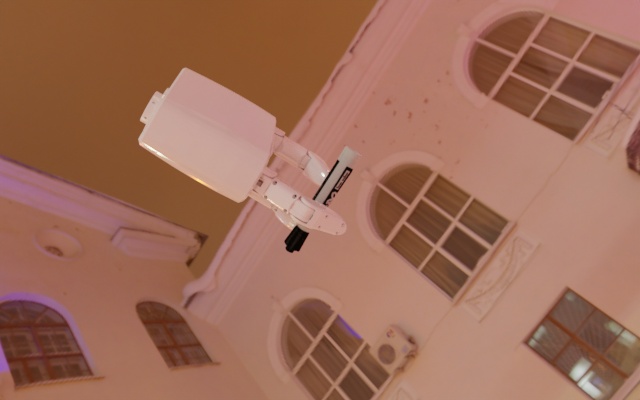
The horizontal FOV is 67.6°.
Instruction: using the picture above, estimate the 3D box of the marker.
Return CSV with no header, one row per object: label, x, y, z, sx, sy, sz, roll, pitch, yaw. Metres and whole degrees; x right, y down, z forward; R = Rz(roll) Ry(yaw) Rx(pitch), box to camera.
marker,0.000,0.002,0.474,0.020,0.121,0.020,32,12,-7
